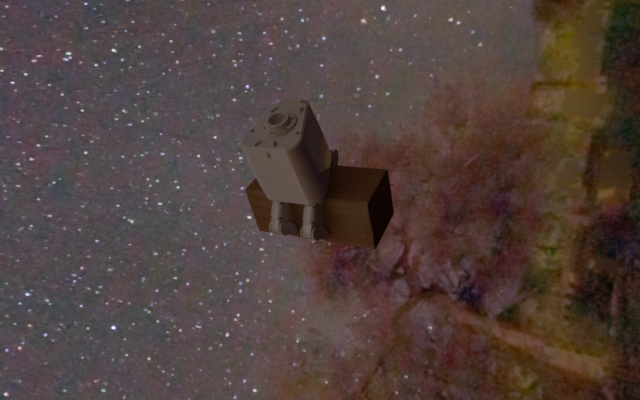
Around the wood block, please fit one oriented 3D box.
[{"bbox_3d":[0.000,0.002,0.754,0.206,0.090,0.090,7,41,27],"label":"wood block"}]
